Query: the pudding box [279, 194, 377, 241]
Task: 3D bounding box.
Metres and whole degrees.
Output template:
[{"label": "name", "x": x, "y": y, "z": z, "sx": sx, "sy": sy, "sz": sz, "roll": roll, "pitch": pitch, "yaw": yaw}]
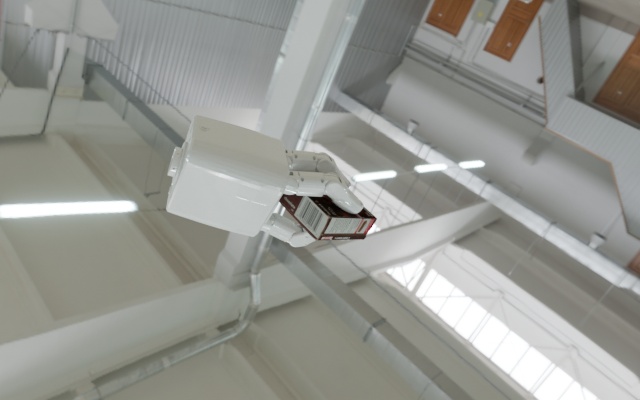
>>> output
[{"label": "pudding box", "x": 0.000, "y": 0.002, "z": 0.585, "sx": 0.090, "sy": 0.039, "sz": 0.113, "roll": 3, "pitch": 35, "yaw": -47}]
